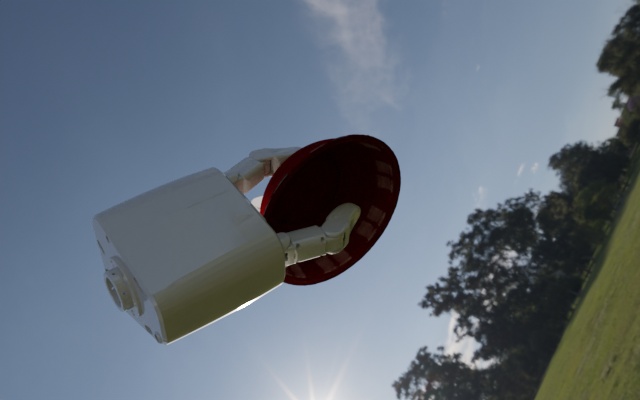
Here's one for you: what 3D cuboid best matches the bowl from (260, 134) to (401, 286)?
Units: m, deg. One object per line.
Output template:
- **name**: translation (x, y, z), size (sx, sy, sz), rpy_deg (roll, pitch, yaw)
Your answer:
- **bowl**: translation (0.001, 0.001, 0.463), size (0.162, 0.162, 0.055), rpy_deg (0, 29, -40)
